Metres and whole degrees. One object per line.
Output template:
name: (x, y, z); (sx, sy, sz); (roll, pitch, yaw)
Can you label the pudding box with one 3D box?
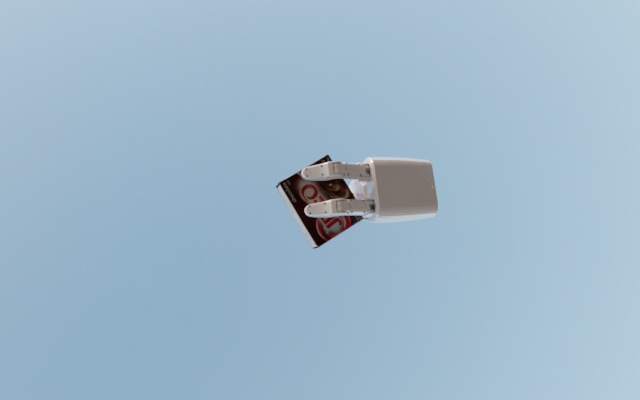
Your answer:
pudding box: (0.000, 0.002, 0.714); (0.090, 0.113, 0.039); (-32, -2, -19)
